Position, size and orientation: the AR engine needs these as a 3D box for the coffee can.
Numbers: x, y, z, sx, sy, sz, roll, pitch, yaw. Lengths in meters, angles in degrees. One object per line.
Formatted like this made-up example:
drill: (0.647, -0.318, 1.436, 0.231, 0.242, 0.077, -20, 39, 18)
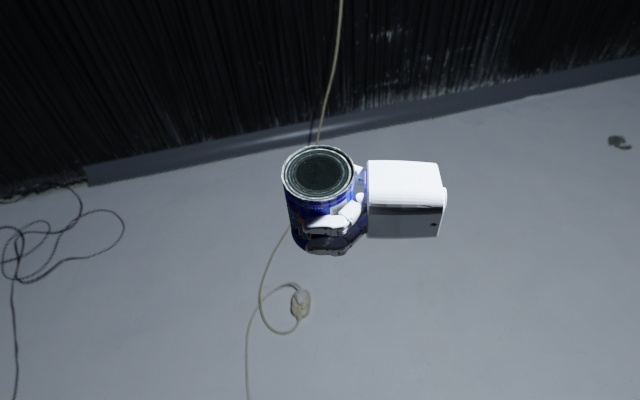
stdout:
coffee can: (0.000, 0.002, 0.711, 0.103, 0.102, 0.140, 0, -37, 4)
